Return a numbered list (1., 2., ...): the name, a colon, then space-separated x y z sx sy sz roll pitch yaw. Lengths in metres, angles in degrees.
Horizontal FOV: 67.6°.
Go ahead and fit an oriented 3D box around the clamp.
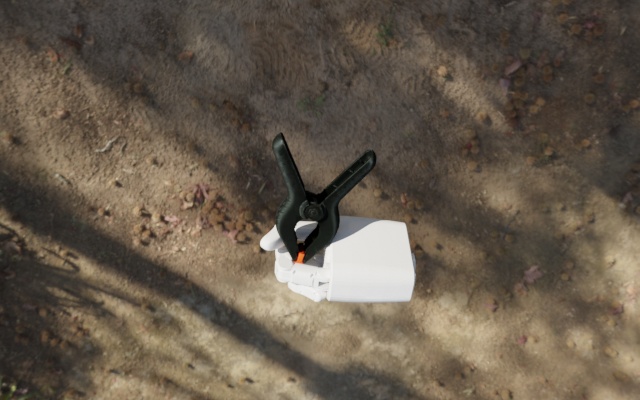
1. clamp: 0.000 0.002 0.575 0.120 0.172 0.039 5 31 -1
